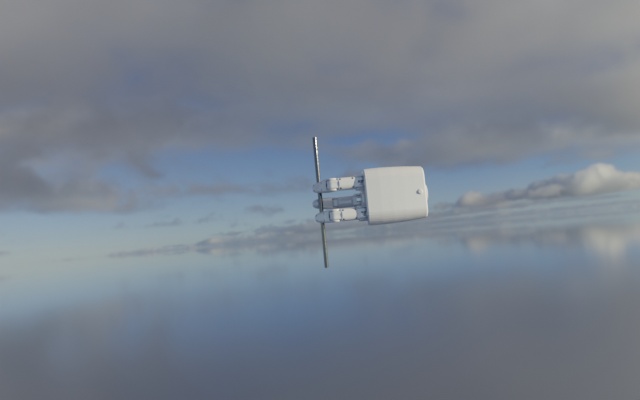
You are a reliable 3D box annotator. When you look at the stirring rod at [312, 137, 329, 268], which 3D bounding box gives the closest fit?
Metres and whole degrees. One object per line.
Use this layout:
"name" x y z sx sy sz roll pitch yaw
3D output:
"stirring rod" 0.000 0.003 0.876 0.011 0.239 0.011 -5 -4 0
